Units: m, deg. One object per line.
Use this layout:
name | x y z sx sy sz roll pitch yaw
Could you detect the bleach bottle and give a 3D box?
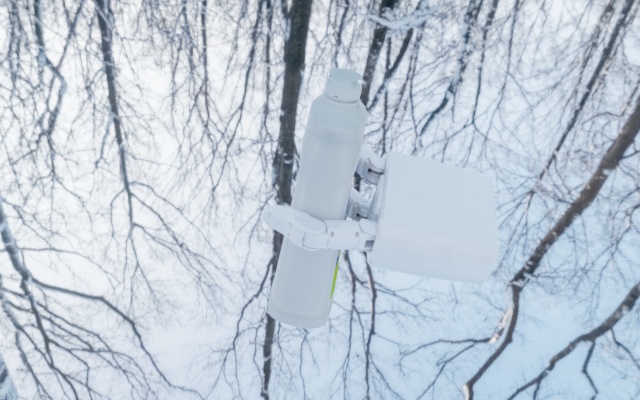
bleach bottle | 0.000 0.001 0.461 0.068 0.251 0.102 12 34 1
